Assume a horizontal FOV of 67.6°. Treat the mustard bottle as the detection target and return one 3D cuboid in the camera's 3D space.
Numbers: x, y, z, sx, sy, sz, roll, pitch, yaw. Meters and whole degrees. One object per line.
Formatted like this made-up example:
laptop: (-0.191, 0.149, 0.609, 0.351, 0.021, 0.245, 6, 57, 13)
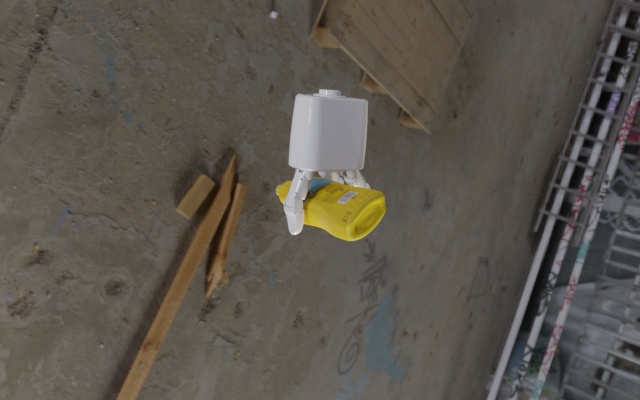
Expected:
mustard bottle: (0.000, 0.003, 0.753, 0.191, 0.058, 0.096, 17, 43, 39)
